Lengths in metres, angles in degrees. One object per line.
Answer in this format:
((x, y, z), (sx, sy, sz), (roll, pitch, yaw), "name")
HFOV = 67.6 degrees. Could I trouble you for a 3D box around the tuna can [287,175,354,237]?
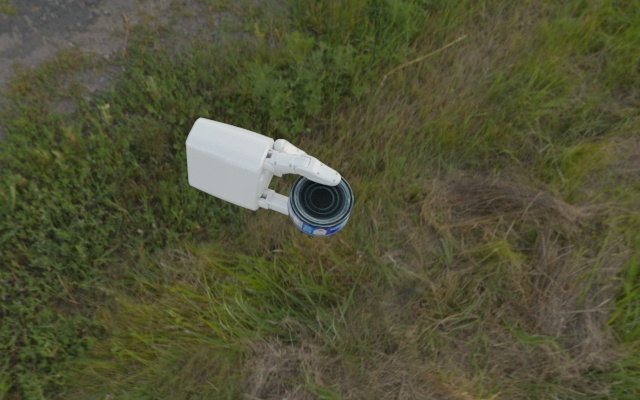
((0.000, 0.002, 0.631), (0.086, 0.086, 0.034), (0, -23, -9), "tuna can")
